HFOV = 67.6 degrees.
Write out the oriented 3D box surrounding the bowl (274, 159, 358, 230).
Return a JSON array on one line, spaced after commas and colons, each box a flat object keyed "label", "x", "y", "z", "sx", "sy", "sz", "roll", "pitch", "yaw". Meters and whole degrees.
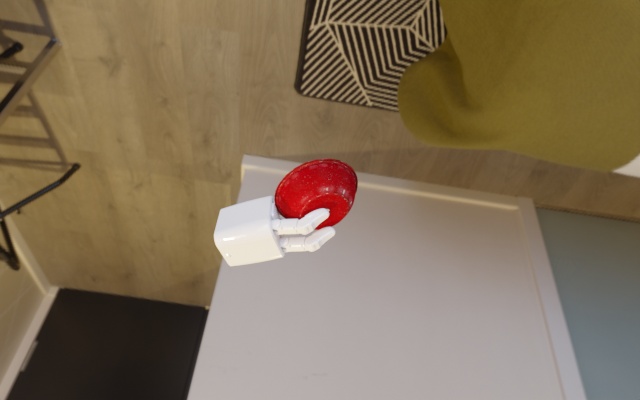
[{"label": "bowl", "x": 0.001, "y": 0.002, "z": 0.867, "sx": 0.162, "sy": 0.162, "sz": 0.055, "roll": 0, "pitch": 43, "yaw": -23}]
